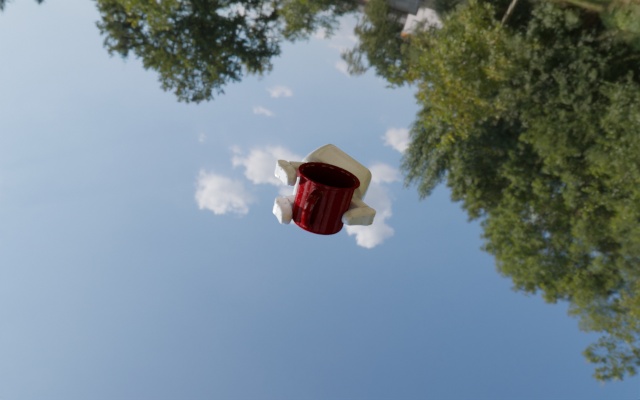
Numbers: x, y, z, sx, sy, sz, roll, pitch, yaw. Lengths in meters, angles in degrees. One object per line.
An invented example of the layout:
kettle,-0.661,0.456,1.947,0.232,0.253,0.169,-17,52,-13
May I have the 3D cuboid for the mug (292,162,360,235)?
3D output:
mug,0.000,0.003,0.698,0.093,0.081,0.117,20,25,10
